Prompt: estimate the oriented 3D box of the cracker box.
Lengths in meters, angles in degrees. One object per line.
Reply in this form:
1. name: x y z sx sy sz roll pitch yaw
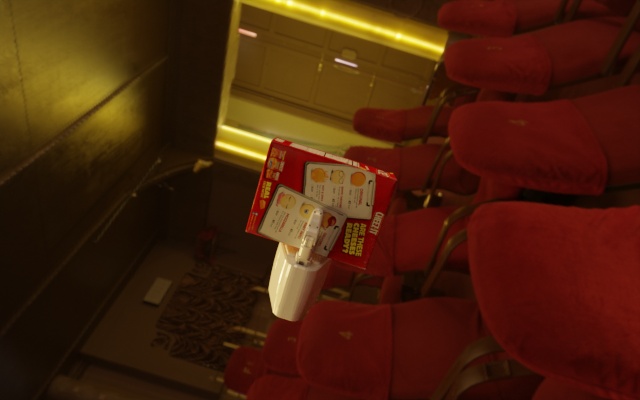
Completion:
1. cracker box: 0.000 0.003 0.808 0.214 0.164 0.072 17 15 -1
